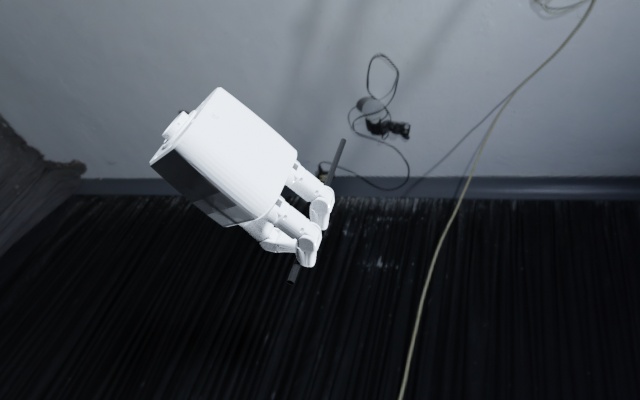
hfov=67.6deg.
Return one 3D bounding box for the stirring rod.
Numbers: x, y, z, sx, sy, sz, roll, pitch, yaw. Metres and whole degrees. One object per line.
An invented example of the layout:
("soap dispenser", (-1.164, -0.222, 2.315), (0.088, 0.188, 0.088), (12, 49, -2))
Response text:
("stirring rod", (0.000, 0.002, 0.583), (0.011, 0.239, 0.011), (11, -42, 10))
